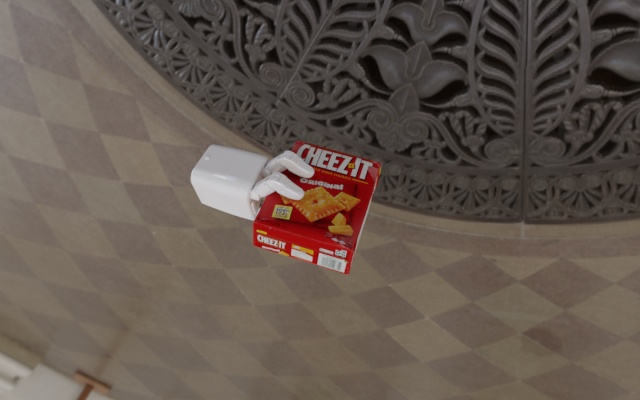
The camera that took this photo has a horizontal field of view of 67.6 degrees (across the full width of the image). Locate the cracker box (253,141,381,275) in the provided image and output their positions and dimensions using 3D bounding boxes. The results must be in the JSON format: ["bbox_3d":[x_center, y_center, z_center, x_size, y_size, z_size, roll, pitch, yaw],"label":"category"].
[{"bbox_3d":[0.000,0.003,0.810,0.164,0.213,0.072,16,-42,7],"label":"cracker box"}]
